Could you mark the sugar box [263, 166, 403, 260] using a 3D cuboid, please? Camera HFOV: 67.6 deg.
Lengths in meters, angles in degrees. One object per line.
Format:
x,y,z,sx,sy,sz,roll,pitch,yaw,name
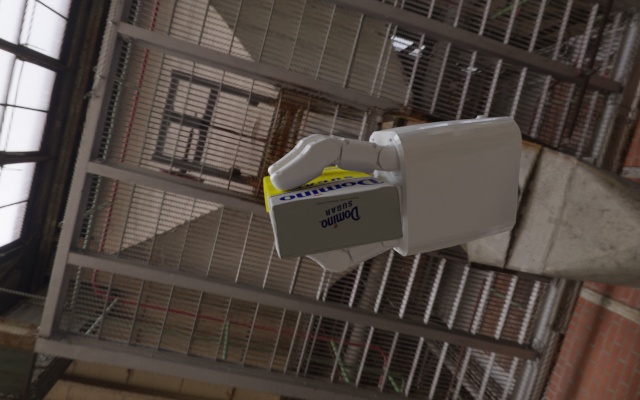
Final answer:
0.000,0.001,0.417,0.093,0.048,0.176,-9,8,-8,sugar box
